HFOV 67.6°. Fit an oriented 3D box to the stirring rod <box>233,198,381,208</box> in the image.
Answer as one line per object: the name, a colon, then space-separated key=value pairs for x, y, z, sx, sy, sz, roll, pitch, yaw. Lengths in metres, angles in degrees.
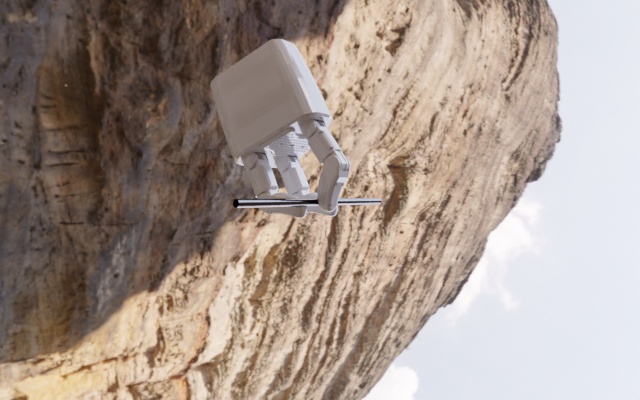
stirring rod: x=0.000 y=0.002 z=0.512 sx=0.011 sy=0.011 sz=0.239 roll=0 pitch=0 yaw=38
